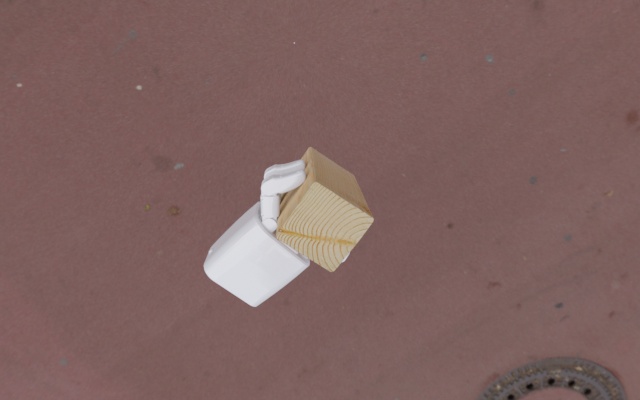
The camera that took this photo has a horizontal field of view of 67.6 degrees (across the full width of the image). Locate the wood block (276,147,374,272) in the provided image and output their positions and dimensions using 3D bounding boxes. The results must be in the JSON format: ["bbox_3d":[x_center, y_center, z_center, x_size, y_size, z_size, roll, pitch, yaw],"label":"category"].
[{"bbox_3d":[0.000,0.003,0.677,0.091,0.090,0.206,33,13,-13],"label":"wood block"}]
